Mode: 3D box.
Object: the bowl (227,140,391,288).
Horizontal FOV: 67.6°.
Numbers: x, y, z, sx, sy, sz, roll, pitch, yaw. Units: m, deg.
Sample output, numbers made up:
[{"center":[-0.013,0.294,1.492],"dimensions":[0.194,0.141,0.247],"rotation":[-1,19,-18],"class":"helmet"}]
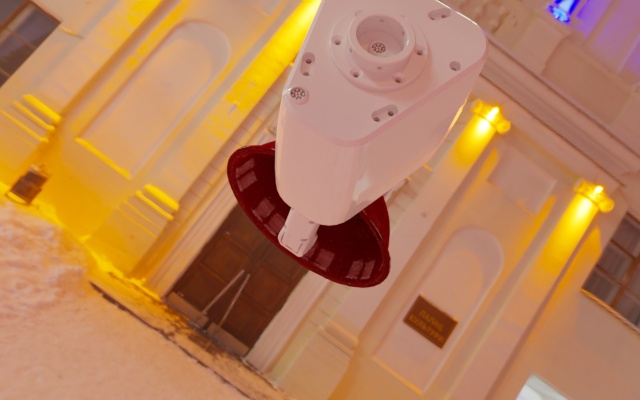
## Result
[{"center":[0.000,0.001,0.407],"dimensions":[0.162,0.162,0.055],"rotation":[0,43,49],"class":"bowl"}]
